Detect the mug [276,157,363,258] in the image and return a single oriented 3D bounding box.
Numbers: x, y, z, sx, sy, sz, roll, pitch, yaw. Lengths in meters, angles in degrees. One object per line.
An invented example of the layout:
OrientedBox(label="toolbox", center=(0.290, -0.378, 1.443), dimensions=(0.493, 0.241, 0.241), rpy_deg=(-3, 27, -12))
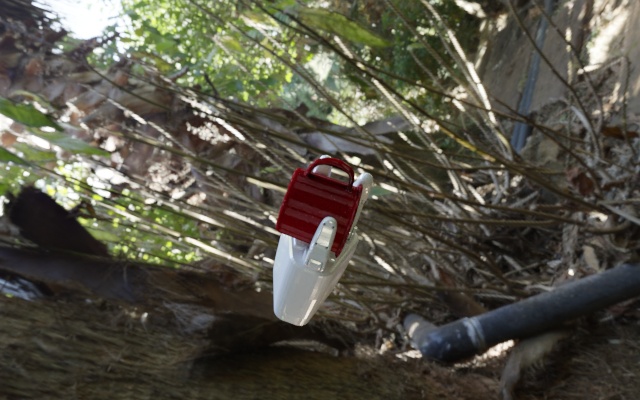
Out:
OrientedBox(label="mug", center=(0.000, 0.001, 0.560), dimensions=(0.081, 0.117, 0.093), rpy_deg=(19, 35, -1))
